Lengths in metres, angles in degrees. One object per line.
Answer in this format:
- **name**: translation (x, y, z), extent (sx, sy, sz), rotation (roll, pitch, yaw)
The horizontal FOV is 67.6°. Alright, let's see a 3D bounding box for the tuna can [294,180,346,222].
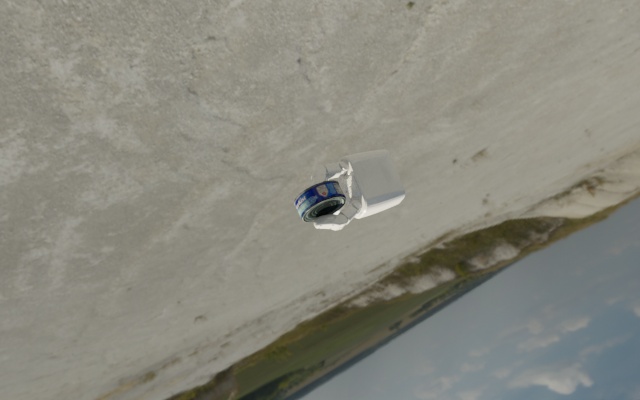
- **tuna can**: translation (0.000, 0.003, 0.819), extent (0.086, 0.033, 0.086), rotation (-23, -21, -9)
